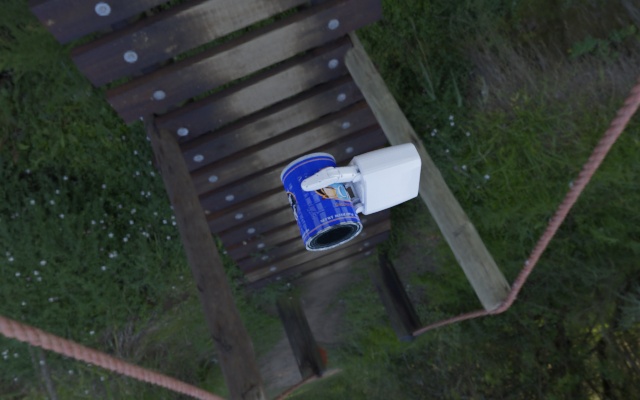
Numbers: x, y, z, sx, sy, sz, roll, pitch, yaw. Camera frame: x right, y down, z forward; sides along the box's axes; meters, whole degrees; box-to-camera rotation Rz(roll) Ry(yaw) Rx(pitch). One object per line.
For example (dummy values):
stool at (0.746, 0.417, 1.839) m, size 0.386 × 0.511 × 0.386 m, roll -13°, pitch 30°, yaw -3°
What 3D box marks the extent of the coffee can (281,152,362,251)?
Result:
coffee can at (0.000, 0.003, 0.832) m, size 0.103 × 0.140 × 0.103 m, roll -18°, pitch -23°, yaw -8°
